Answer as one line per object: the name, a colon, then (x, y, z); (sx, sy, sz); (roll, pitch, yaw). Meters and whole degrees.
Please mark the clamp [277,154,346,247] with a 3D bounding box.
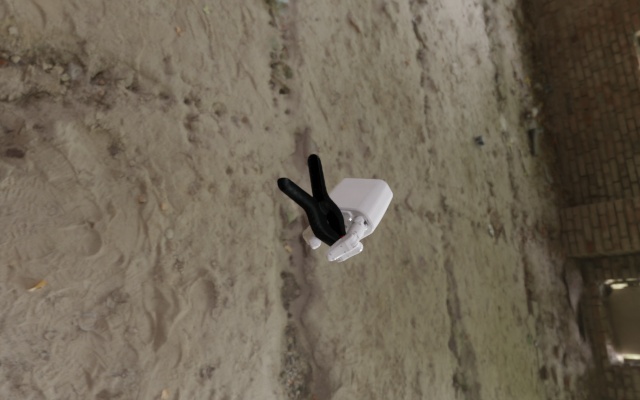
clamp: (0.001, 0.003, 0.832); (0.039, 0.171, 0.120); (-14, 27, 42)
